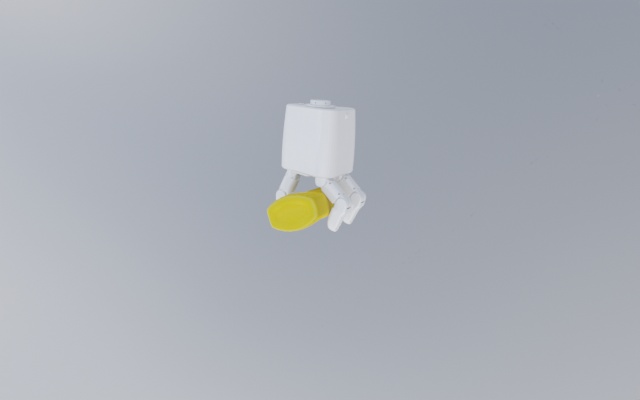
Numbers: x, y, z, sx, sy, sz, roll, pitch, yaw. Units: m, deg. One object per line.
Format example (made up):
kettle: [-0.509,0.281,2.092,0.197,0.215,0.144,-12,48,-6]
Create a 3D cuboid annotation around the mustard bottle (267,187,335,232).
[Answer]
mustard bottle: [0.000,0.003,0.817,0.096,0.058,0.191,-16,2,32]
